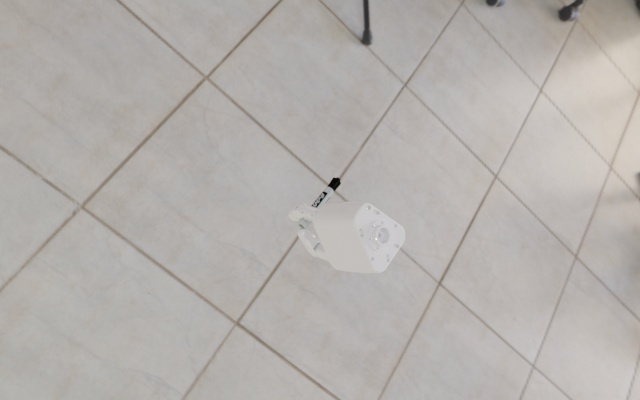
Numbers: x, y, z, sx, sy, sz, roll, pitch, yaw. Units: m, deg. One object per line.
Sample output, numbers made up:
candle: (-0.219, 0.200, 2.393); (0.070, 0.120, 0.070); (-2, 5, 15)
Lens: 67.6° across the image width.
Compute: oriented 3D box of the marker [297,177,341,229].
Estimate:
marker: (0.000, 0.003, 0.865); (0.020, 0.121, 0.020); (30, -26, 17)
